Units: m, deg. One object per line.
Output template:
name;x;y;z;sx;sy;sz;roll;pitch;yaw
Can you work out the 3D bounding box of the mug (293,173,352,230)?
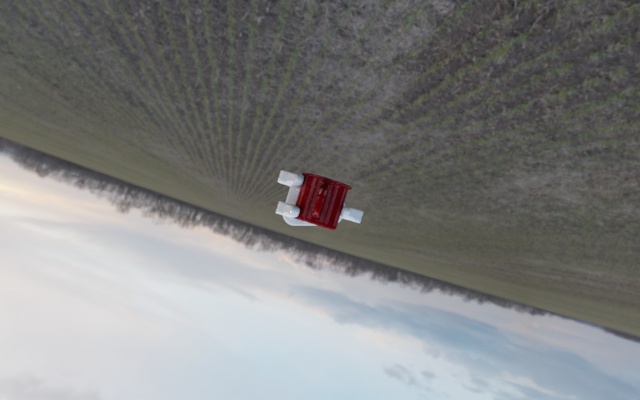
mug;0.000;0.003;0.832;0.093;0.081;0.117;17;-3;-2
